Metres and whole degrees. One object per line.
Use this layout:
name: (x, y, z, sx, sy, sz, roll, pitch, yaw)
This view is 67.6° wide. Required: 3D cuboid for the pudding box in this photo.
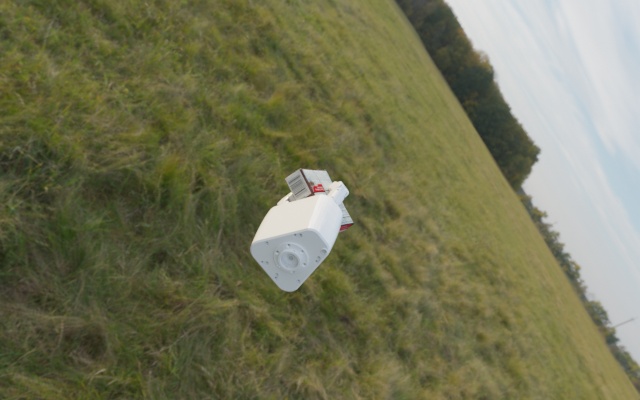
pudding box: (0.000, 0.003, 0.792, 0.039, 0.113, 0.090, -32, -13, 25)
